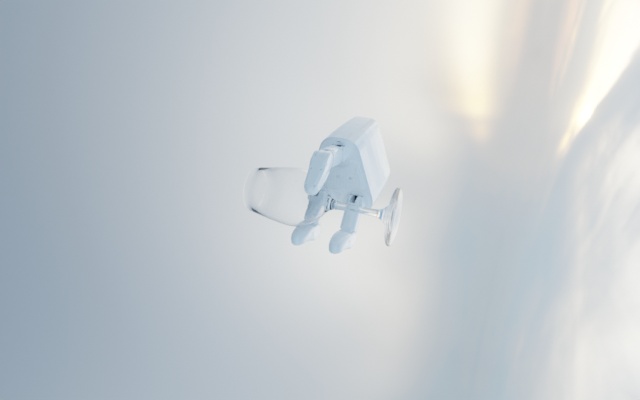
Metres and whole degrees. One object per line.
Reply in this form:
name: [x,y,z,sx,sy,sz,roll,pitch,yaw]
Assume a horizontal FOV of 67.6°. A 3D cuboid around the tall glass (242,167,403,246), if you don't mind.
tall glass: [0.001,0.002,0.620,0.201,0.079,0.079,11,4,21]
